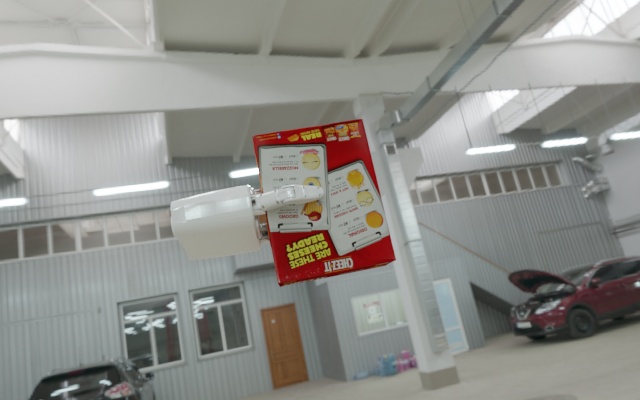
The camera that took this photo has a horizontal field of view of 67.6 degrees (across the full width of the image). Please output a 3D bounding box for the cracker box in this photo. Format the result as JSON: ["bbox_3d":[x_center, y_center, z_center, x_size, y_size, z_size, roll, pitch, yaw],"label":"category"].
[{"bbox_3d":[0.000,0.002,0.688,0.164,0.213,0.072,-10,-14,-7],"label":"cracker box"}]
